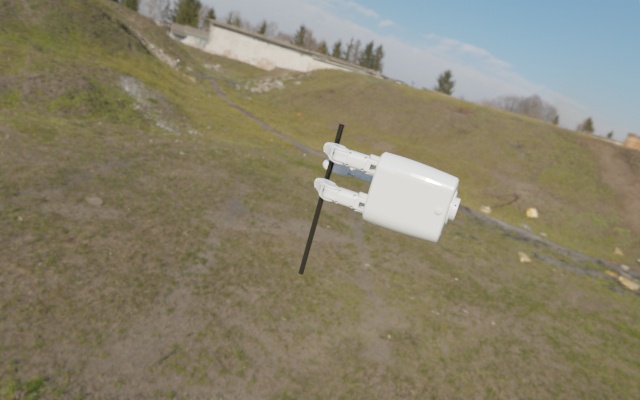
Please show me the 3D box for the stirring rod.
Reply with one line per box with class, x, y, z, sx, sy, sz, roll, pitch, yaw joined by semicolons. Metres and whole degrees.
stirring rod;0.000;0.002;0.721;0.011;0.239;0.011;14;15;-4
